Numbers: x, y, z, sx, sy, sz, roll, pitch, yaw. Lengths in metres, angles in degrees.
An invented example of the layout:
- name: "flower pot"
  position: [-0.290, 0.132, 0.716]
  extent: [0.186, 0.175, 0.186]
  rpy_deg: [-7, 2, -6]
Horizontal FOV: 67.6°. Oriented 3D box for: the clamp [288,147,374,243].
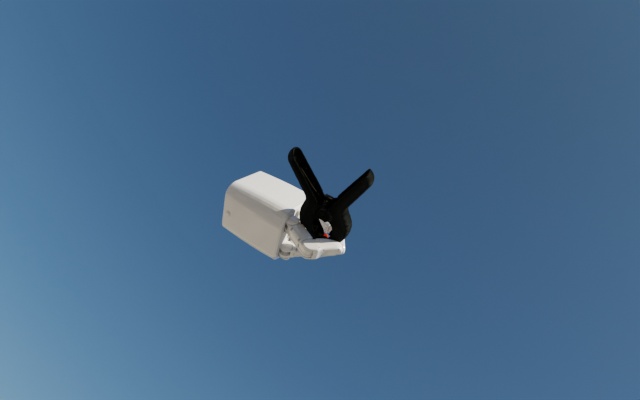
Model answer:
- name: "clamp"
  position: [0.000, 0.002, 0.673]
  extent: [0.120, 0.172, 0.039]
  rpy_deg: [29, 42, 14]
